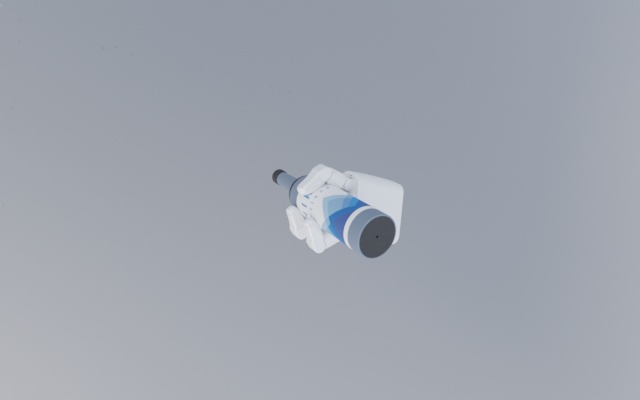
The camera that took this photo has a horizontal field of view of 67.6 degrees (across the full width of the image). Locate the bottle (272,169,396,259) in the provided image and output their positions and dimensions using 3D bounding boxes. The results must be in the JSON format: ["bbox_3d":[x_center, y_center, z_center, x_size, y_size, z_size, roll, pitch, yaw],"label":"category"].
[{"bbox_3d":[0.000,0.003,0.762,0.069,0.069,0.295,0,19,-34],"label":"bottle"}]
